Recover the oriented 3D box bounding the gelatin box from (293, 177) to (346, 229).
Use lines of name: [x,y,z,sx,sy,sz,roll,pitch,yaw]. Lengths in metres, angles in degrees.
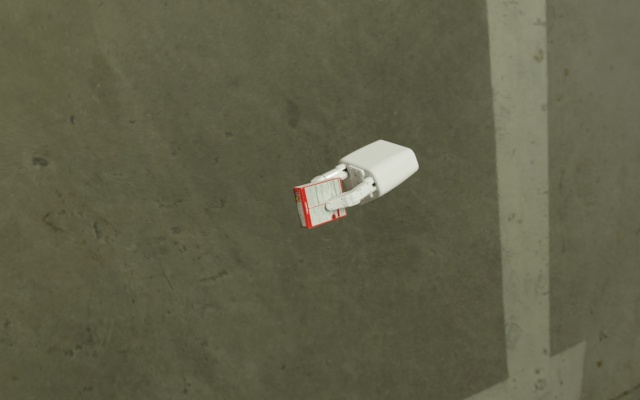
gelatin box: [0.000,0.003,0.848,0.089,0.073,0.030,-17,12,-33]
